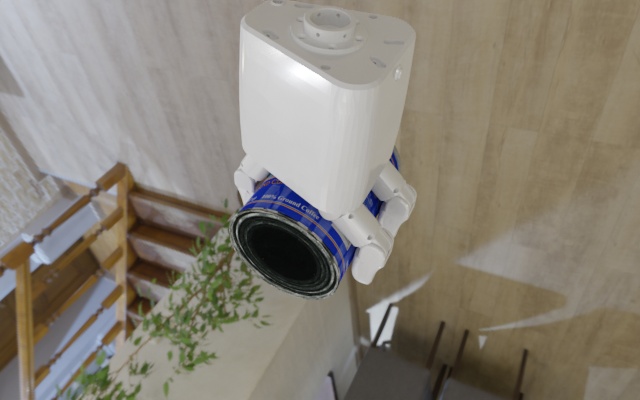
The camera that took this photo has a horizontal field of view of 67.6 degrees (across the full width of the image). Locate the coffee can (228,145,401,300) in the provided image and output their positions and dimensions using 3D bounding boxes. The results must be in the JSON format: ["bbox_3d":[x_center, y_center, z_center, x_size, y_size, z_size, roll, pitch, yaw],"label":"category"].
[{"bbox_3d":[0.000,0.001,0.427,0.103,0.103,0.140,0,40,36],"label":"coffee can"}]
